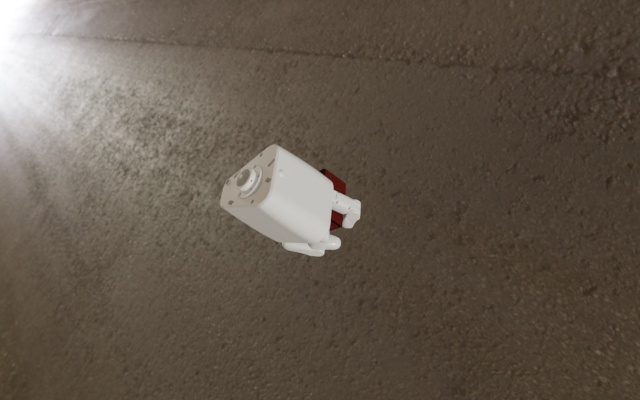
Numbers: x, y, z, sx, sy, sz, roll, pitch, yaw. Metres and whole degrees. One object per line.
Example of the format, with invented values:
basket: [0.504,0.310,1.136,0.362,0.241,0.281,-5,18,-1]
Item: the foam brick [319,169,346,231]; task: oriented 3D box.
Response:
foam brick: [0.000,0.002,0.705,0.053,0.078,0.051,-22,-42,37]
